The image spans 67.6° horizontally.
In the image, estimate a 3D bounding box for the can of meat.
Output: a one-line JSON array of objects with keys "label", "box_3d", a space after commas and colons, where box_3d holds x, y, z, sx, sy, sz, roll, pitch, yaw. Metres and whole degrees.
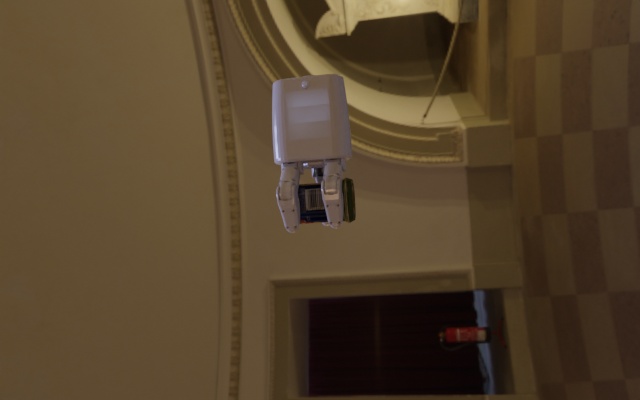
[{"label": "can of meat", "box_3d": [0.000, 0.002, 0.637, 0.084, 0.057, 0.102, -4, 0, 9]}]
